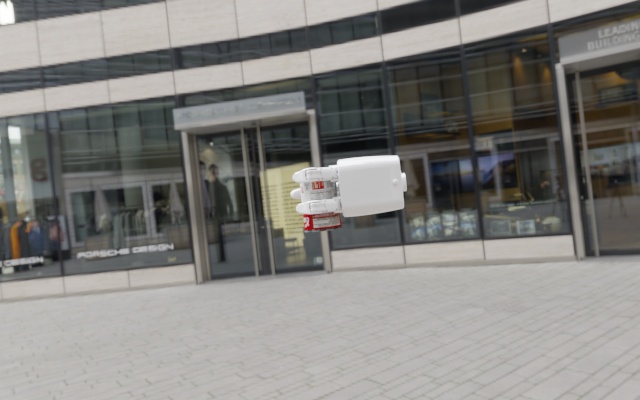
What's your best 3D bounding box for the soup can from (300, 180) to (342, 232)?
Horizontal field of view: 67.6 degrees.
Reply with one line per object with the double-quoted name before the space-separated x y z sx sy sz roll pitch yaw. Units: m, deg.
"soup can" 0.000 0.003 0.854 0.068 0.102 0.068 -6 0 0
